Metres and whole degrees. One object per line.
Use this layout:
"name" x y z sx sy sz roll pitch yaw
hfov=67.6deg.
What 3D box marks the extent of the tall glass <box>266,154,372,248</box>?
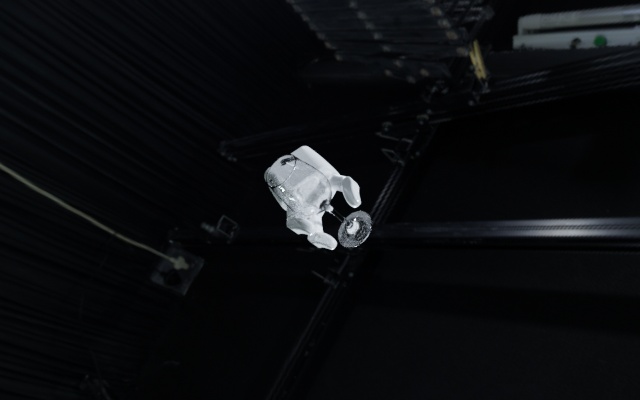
"tall glass" 0.001 0.003 0.793 0.079 0.079 0.201 0 -29 45
